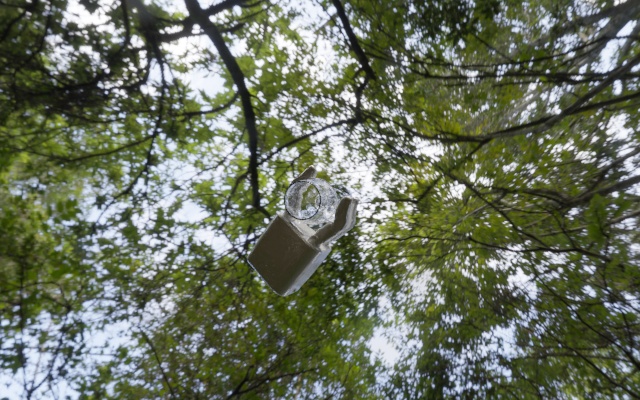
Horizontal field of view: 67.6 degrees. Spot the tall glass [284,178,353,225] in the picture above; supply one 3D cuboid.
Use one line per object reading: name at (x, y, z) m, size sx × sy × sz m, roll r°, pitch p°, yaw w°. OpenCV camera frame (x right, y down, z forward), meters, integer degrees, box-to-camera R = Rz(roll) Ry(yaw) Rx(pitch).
tall glass at (0.000, 0.003, 0.835) m, size 0.079 × 0.079 × 0.201 m, roll 0°, pitch -2°, yaw 17°
